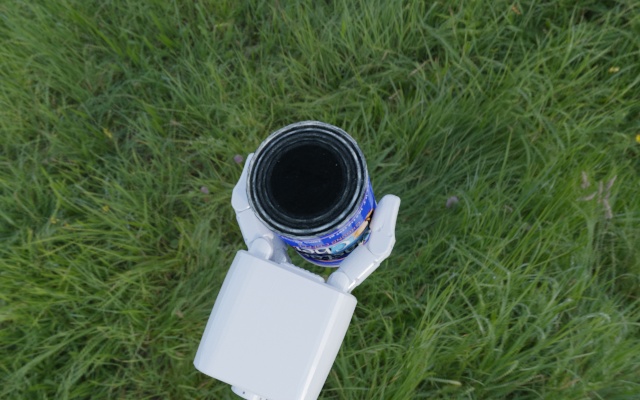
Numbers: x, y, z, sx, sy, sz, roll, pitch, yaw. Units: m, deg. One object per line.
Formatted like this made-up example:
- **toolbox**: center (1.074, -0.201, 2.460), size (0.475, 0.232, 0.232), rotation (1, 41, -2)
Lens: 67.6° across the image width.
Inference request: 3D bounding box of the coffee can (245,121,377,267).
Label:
- **coffee can**: center (0.000, 0.001, 0.454), size (0.103, 0.102, 0.140), rotation (0, -17, 11)
